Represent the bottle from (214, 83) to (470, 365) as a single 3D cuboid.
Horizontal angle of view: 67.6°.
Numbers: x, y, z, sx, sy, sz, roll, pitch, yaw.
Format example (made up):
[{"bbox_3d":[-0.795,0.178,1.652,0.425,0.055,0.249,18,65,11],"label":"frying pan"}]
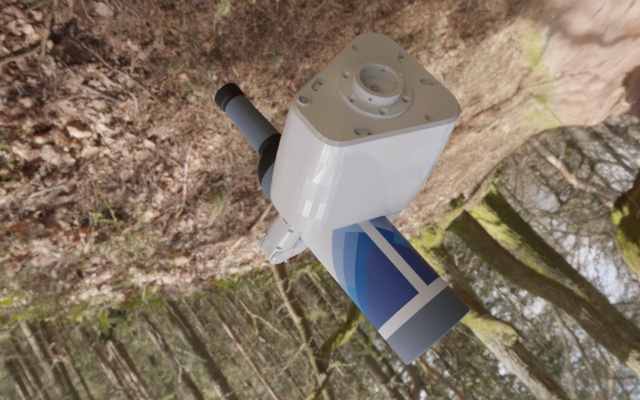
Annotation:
[{"bbox_3d":[0.000,0.002,0.418,0.069,0.295,0.069,-36,-19,-15],"label":"bottle"}]
